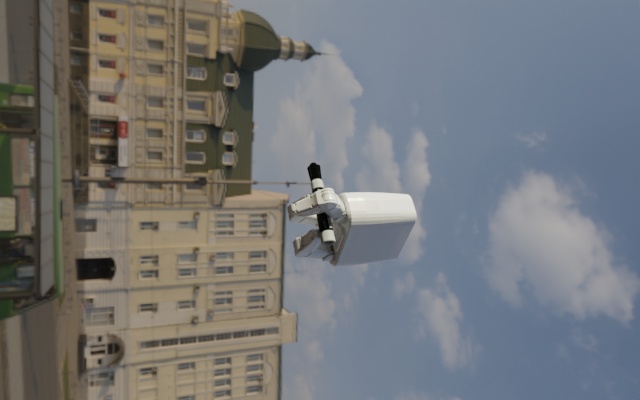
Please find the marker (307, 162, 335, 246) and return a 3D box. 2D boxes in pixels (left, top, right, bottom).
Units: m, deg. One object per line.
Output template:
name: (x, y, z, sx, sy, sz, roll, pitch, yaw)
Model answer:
marker: (0.000, 0.002, 0.644, 0.020, 0.121, 0.020, -9, -26, -4)
